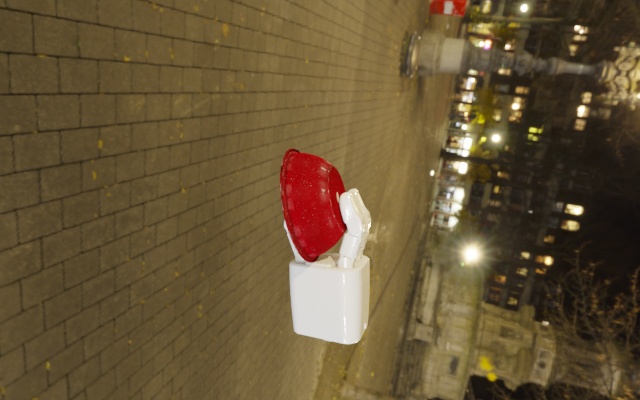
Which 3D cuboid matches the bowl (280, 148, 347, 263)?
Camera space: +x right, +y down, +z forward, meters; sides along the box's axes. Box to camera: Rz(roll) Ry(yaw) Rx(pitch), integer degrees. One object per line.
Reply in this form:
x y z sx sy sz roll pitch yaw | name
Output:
0.000 0.001 0.658 0.055 0.162 0.162 -11 -3 17 | bowl
